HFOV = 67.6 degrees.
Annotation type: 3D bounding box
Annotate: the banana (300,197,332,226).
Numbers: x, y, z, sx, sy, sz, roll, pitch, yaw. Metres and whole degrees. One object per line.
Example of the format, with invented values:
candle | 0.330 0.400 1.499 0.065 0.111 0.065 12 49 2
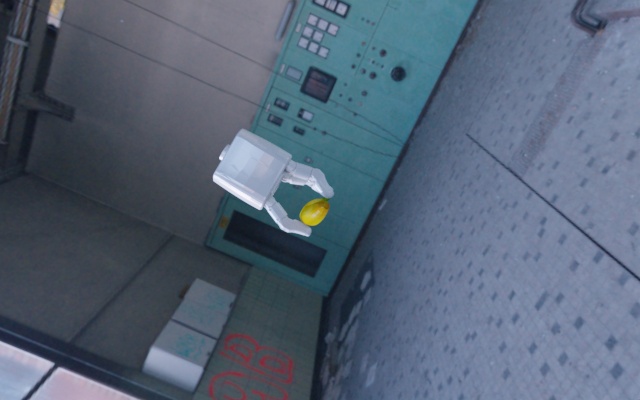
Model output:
banana | -0.011 0.017 0.895 0.037 0.069 0.198 37 6 -3
